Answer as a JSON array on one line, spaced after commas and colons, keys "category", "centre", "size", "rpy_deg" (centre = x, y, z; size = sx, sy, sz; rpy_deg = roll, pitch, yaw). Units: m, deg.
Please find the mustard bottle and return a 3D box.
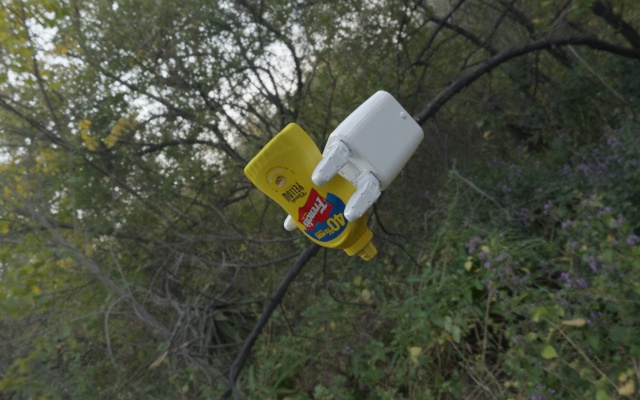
[{"category": "mustard bottle", "centre": [0.000, 0.002, 0.593], "size": [0.096, 0.191, 0.058], "rpy_deg": [-38, 10, 38]}]
